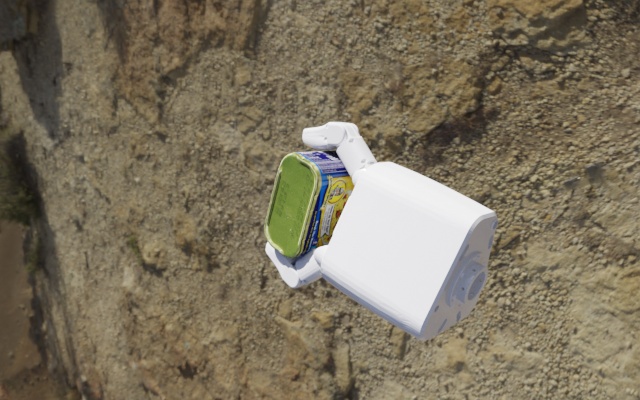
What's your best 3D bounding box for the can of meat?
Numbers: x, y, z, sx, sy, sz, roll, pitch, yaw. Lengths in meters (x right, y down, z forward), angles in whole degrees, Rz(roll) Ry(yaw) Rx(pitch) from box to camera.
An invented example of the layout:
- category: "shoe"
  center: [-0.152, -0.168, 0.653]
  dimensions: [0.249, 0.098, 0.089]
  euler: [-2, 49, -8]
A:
- category: "can of meat"
  center: [0.000, 0.001, 0.459]
  dimensions: [0.084, 0.102, 0.057]
  euler: [-10, 33, -46]
